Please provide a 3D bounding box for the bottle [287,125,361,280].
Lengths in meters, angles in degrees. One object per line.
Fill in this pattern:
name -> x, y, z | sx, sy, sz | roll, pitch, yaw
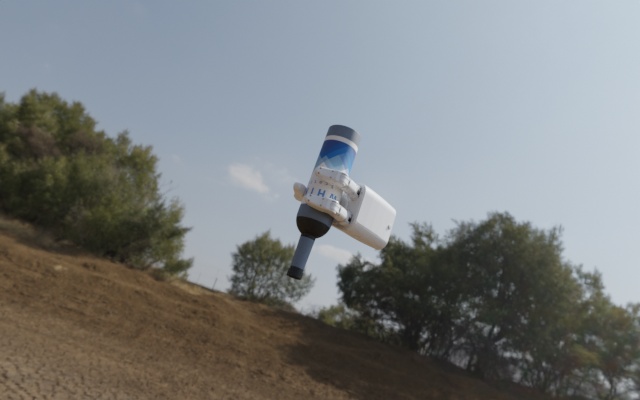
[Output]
bottle -> 0.000, 0.003, 0.881 | 0.069, 0.295, 0.069 | 18, -17, 6
